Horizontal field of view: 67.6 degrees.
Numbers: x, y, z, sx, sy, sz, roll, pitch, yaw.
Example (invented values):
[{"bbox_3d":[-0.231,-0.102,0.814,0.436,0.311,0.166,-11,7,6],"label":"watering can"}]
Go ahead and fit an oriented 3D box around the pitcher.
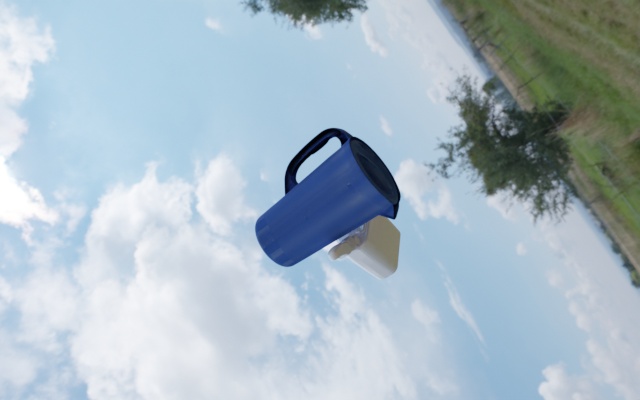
[{"bbox_3d":[0.000,0.003,0.817,0.243,0.149,0.145,-36,-54,23],"label":"pitcher"}]
